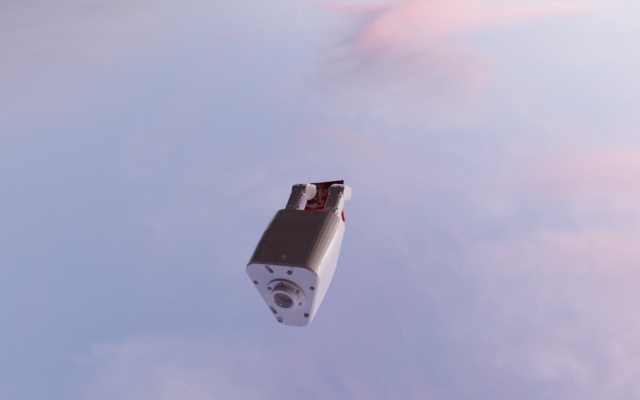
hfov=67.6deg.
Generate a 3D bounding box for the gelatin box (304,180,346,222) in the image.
[{"bbox_3d":[0.000,0.003,0.719,0.073,0.030,0.089,-5,28,7],"label":"gelatin box"}]
